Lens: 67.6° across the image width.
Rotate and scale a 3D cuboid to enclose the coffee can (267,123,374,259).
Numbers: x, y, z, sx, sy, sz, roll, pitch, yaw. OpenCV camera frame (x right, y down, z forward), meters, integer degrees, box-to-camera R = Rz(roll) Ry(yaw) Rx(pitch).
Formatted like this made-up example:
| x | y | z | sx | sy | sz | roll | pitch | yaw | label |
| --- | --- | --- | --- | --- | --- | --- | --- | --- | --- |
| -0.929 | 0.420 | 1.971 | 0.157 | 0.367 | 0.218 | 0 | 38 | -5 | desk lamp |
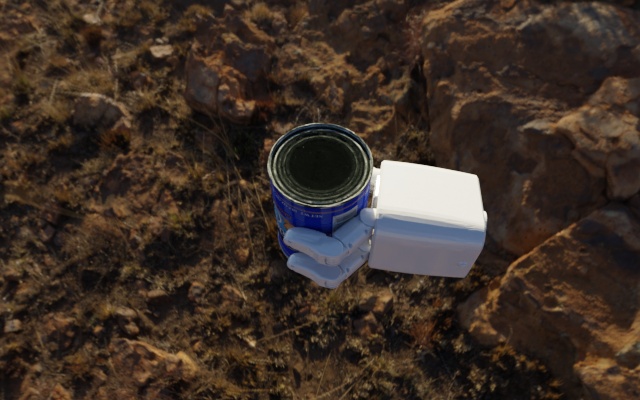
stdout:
| x | y | z | sx | sy | sz | roll | pitch | yaw | label |
| --- | --- | --- | --- | --- | --- | --- | --- | --- | --- |
| 0.000 | 0.002 | 0.516 | 0.103 | 0.102 | 0.140 | 0 | -33 | 0 | coffee can |
